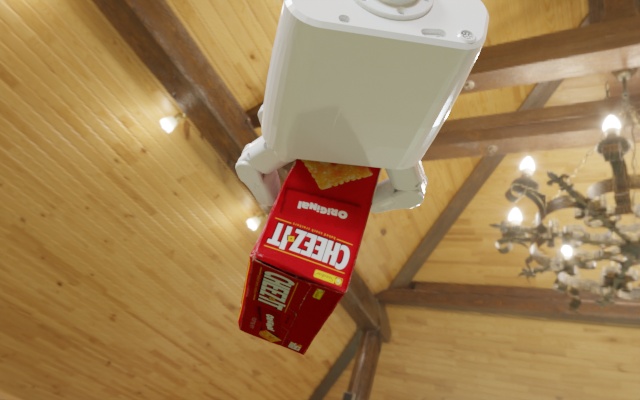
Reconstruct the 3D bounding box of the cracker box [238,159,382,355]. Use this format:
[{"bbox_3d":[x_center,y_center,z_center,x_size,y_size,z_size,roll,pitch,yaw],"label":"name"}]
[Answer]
[{"bbox_3d":[0.000,0.001,0.410,0.072,0.213,0.164,20,-33,0],"label":"cracker box"}]
